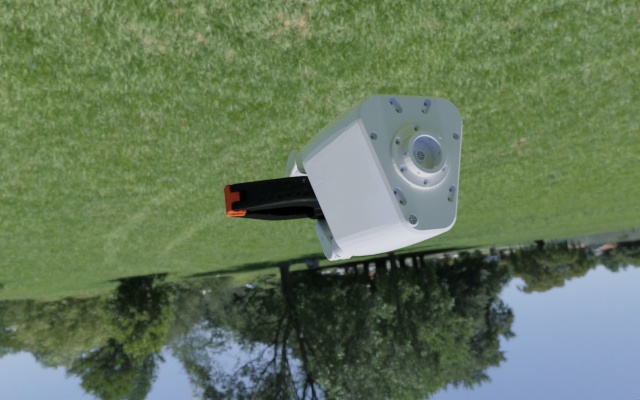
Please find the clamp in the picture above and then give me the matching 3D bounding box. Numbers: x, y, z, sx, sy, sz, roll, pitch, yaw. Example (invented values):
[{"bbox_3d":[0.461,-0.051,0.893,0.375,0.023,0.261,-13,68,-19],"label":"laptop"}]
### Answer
[{"bbox_3d":[0.000,0.002,0.503,0.210,0.036,0.164,-3,-14,-23],"label":"clamp"}]
